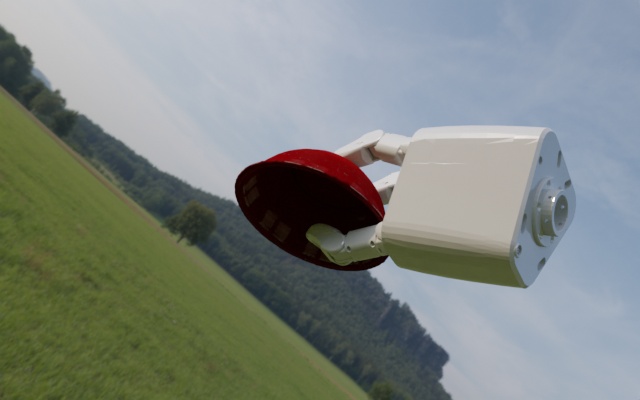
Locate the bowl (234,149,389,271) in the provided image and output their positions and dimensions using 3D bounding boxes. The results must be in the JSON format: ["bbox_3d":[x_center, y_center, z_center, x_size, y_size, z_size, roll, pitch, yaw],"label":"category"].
[{"bbox_3d":[-0.001,0.001,0.468,0.162,0.055,0.162,18,-35,13],"label":"bowl"}]
